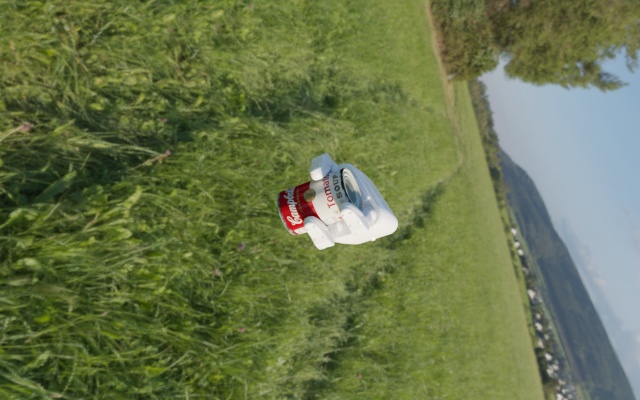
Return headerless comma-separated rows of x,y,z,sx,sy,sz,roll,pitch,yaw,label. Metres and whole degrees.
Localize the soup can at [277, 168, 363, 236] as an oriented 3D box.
0.000,0.002,0.669,0.102,0.068,0.068,-20,-7,20,soup can
